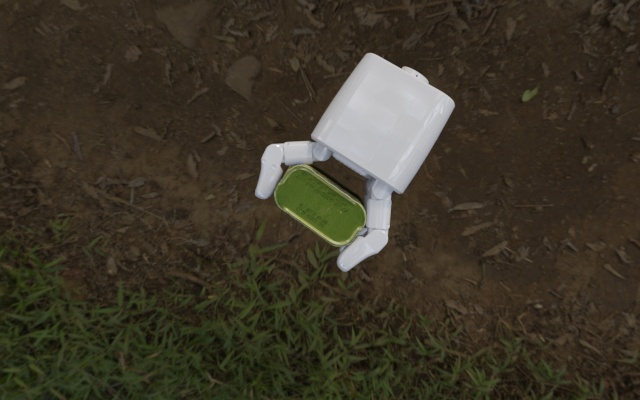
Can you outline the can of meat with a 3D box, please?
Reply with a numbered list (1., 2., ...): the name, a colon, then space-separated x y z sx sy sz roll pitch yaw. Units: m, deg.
1. can of meat: 0.000 0.002 0.518 0.102 0.057 0.084 35 5 -3
